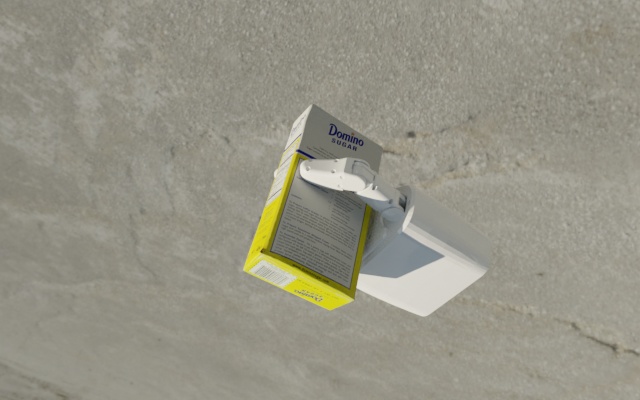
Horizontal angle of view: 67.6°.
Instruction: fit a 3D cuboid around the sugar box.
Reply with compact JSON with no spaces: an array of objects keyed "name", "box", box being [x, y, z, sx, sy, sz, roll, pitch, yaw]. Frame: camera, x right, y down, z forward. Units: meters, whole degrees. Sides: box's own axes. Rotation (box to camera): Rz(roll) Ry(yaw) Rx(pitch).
[{"name":"sugar box","box":[0.000,0.002,0.449,0.093,0.176,0.048,30,-39,-19]}]
